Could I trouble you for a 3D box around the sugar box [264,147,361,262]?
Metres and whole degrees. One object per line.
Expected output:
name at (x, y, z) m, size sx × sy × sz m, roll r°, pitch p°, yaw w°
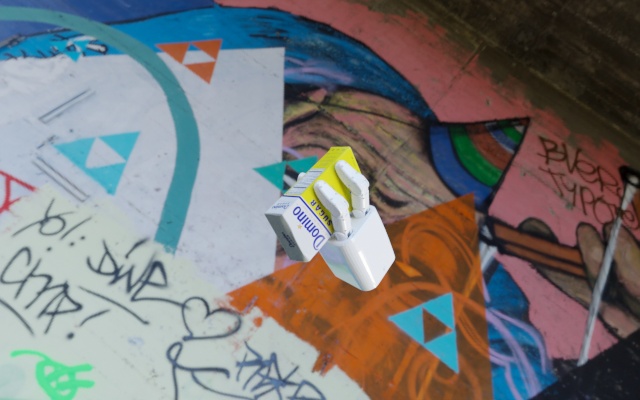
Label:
sugar box at (0.001, 0.002, 0.731) m, size 0.048 × 0.093 × 0.176 m, roll 1°, pitch 39°, yaw 41°
